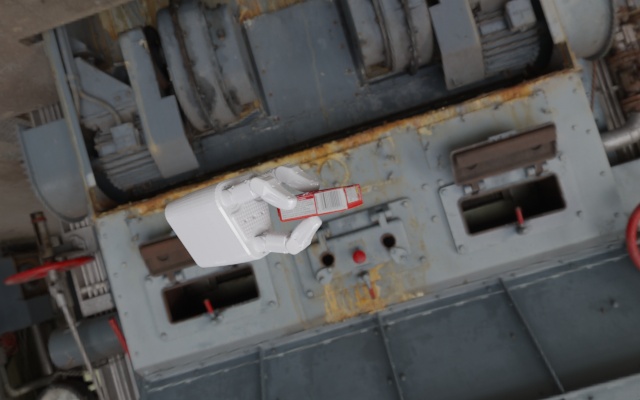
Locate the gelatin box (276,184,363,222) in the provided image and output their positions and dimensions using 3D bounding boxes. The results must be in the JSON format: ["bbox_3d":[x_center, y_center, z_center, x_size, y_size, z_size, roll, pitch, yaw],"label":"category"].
[{"bbox_3d":[0.001,0.002,0.589,0.089,0.030,0.073,-11,0,20],"label":"gelatin box"}]
